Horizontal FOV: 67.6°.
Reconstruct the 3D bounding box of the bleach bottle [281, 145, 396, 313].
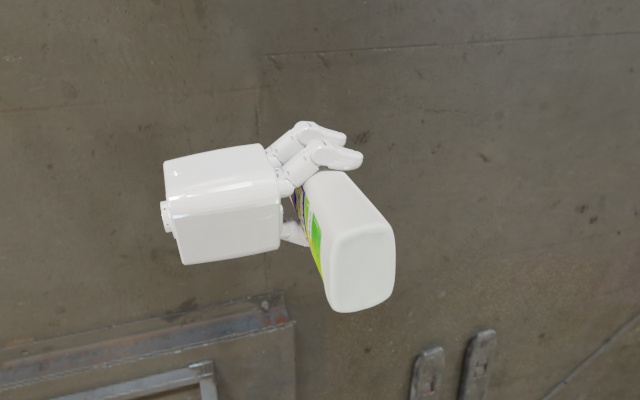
[{"bbox_3d":[0.000,0.002,0.530,0.068,0.103,0.250,-12,33,-14],"label":"bleach bottle"}]
